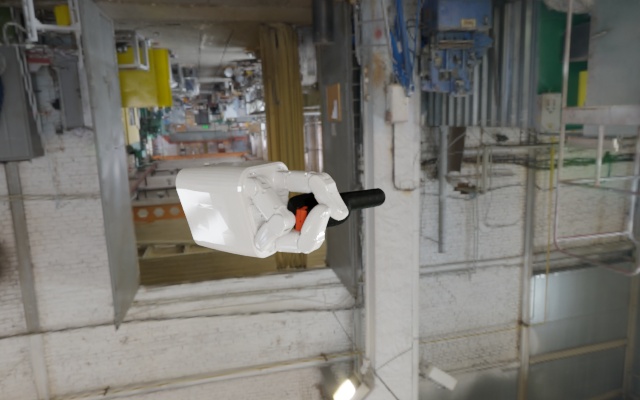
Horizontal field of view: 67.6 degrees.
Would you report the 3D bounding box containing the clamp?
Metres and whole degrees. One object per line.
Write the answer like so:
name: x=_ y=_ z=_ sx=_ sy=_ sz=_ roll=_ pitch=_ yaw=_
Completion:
clamp: x=0.000 y=0.003 z=0.624 sx=0.120 sy=0.039 sz=0.171 roll=5 pitch=12 yaw=30
